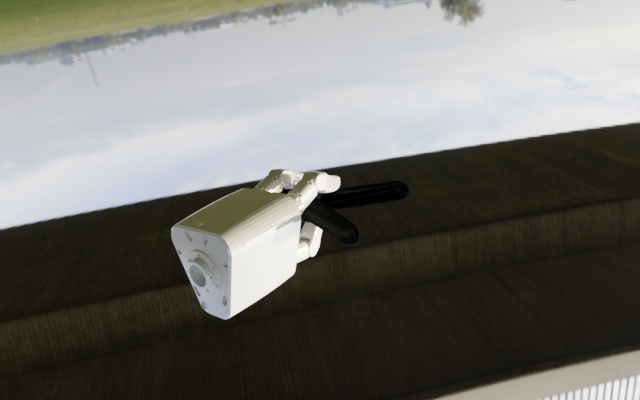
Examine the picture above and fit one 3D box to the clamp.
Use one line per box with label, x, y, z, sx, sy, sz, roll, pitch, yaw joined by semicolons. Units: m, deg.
clamp;0.000;0.003;0.612;0.210;0.036;0.164;8;23;36
